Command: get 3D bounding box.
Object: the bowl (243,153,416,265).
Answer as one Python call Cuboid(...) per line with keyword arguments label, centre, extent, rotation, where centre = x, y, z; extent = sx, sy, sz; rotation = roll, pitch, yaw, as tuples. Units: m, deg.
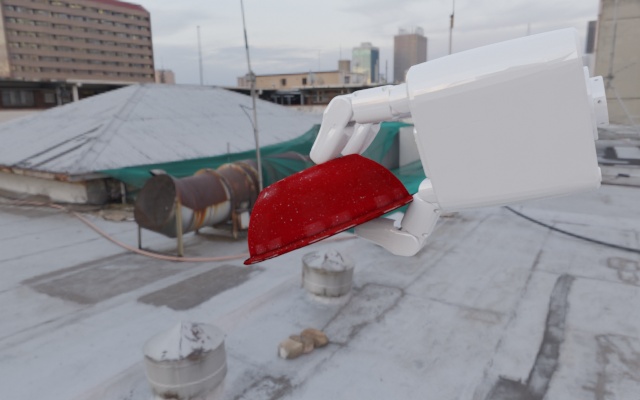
Cuboid(label="bowl", centre=(-0.001, 0.001, 0.416), extent=(0.162, 0.055, 0.162), rotation=(-22, -1, 0))
